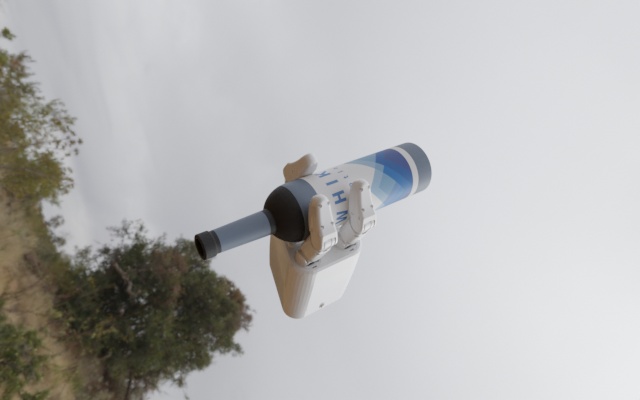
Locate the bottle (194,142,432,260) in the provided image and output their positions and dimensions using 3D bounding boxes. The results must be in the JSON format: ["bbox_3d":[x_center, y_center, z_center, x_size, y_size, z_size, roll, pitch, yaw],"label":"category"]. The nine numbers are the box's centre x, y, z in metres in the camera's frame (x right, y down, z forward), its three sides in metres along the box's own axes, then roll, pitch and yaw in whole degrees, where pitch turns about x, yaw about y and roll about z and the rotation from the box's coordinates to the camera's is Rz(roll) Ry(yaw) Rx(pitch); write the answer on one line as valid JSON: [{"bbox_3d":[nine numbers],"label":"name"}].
[{"bbox_3d":[0.000,0.002,0.544,0.295,0.069,0.069,-21,11,-30],"label":"bottle"}]
